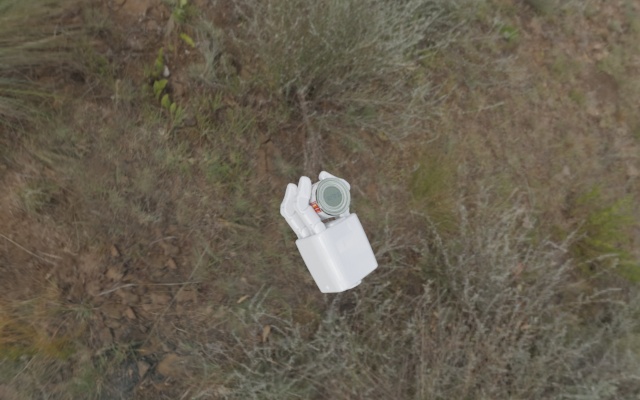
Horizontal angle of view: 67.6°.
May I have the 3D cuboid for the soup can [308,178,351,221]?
[{"bbox_3d":[0.000,0.002,0.841,0.068,0.068,0.102,0,-11,-27],"label":"soup can"}]
